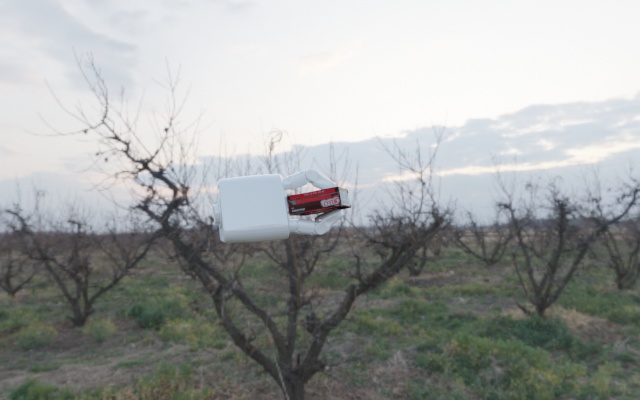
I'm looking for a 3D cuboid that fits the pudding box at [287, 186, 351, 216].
[{"bbox_3d":[0.000,0.003,0.825,0.090,0.039,0.113,-9,-2,11],"label":"pudding box"}]
